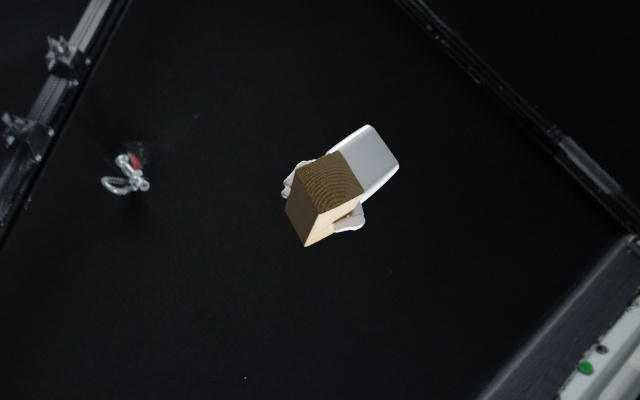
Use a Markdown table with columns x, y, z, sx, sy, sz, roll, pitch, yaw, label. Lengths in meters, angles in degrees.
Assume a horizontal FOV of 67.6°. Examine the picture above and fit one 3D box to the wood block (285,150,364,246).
| x | y | z | sx | sy | sz | roll | pitch | yaw | label |
| --- | --- | --- | --- | --- | --- | --- | --- | --- | --- |
| 0.001 | 0.003 | 0.882 | 0.090 | 0.091 | 0.206 | -26 | -14 | -17 | wood block |
